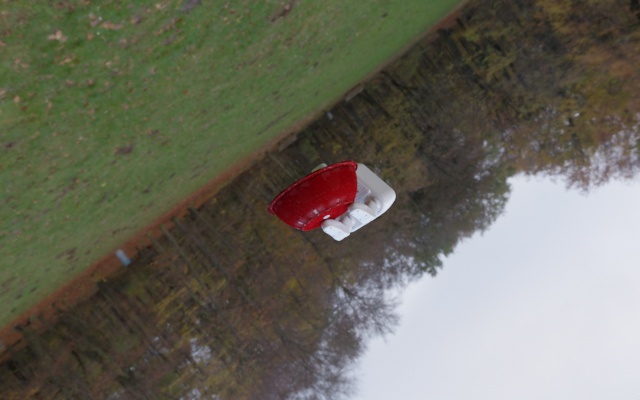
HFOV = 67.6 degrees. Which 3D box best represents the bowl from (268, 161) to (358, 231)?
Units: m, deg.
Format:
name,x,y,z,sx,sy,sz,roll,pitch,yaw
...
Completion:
name,x,y,z,sx,sy,sz,roll,pitch,yaw
bowl,-0.001,0.003,0.758,0.162,0.055,0.162,-26,-14,-7
